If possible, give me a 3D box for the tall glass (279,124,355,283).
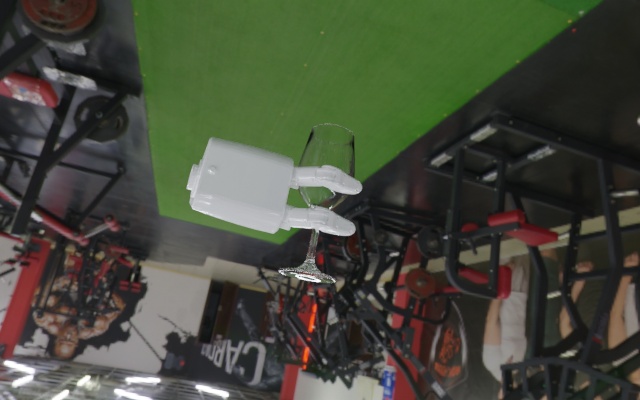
[{"bbox_3d":[0.000,0.003,0.630,0.079,0.201,0.079,10,-17,3],"label":"tall glass"}]
